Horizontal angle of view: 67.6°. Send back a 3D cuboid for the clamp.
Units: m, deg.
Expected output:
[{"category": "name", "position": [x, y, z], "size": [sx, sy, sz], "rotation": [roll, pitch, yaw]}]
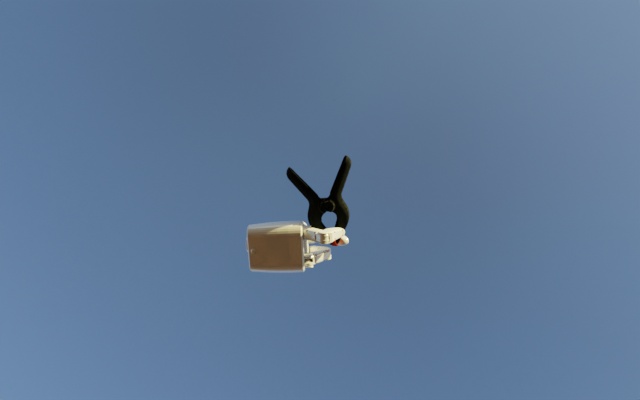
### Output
[{"category": "clamp", "position": [0.000, 0.003, 0.897], "size": [0.120, 0.171, 0.039], "rotation": [-2, 12, 4]}]
